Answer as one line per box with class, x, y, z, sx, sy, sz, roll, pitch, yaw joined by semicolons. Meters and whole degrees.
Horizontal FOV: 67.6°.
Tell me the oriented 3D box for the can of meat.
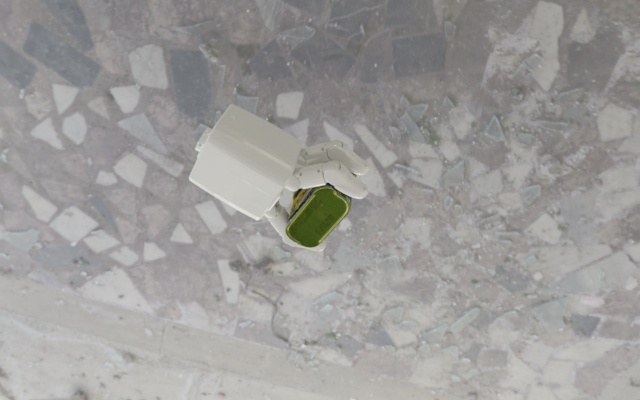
can of meat;0.000;0.002;0.626;0.057;0.102;0.084;32;30;-13
